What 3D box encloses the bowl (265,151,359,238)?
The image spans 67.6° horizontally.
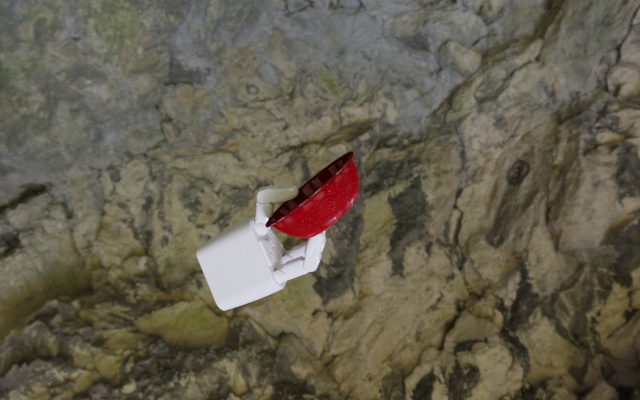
[{"bbox_3d":[0.001,0.002,0.673,0.162,0.055,0.162,-40,8,7],"label":"bowl"}]
